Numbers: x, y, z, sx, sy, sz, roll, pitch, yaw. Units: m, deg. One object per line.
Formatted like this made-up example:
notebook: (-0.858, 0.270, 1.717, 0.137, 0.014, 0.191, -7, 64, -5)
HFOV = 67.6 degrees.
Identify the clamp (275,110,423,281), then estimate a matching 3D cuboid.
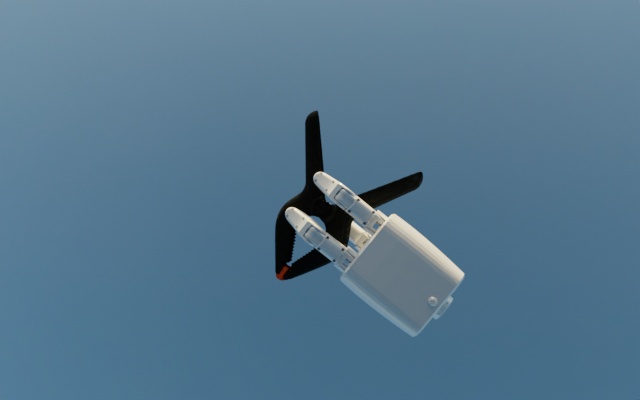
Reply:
clamp: (0.000, 0.003, 0.593, 0.164, 0.210, 0.036, 39, 2, 12)
